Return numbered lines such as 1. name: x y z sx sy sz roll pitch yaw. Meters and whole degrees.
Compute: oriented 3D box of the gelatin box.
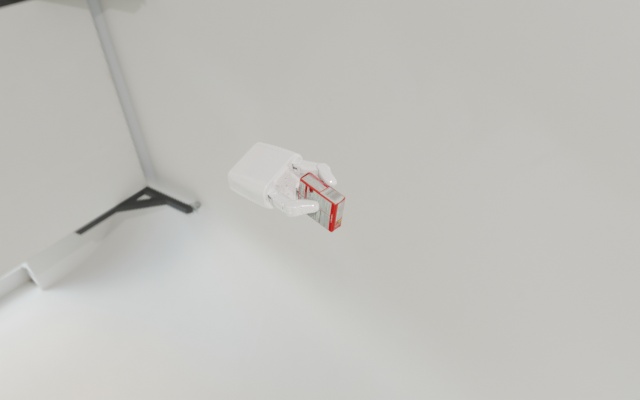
1. gelatin box: 0.000 0.003 0.845 0.089 0.073 0.030 36 52 27
